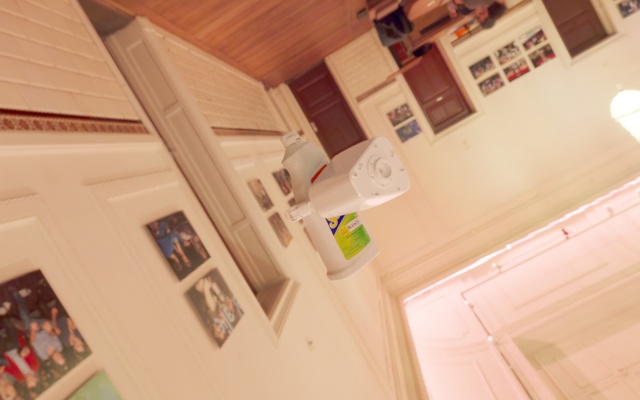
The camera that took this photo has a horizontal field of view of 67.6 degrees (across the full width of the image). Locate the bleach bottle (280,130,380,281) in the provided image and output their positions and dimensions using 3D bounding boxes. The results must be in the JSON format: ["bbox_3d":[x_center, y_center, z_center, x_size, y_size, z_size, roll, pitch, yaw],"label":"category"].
[{"bbox_3d":[0.000,0.003,0.800,0.102,0.251,0.068,-33,6,-34],"label":"bleach bottle"}]
